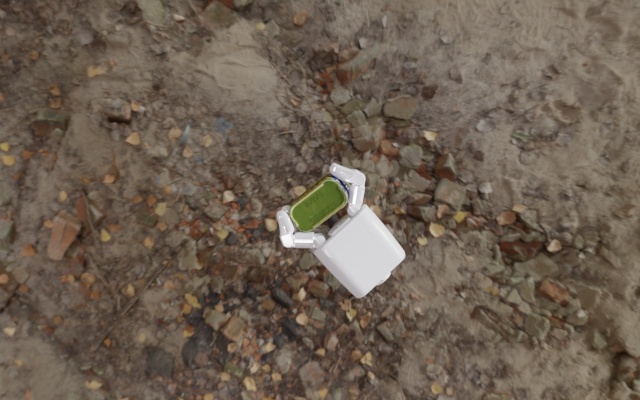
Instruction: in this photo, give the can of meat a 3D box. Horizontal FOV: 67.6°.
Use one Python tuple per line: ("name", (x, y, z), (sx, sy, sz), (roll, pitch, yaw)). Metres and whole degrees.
("can of meat", (0.000, 0.003, 0.786), (0.102, 0.057, 0.084), (-38, 4, 11))
